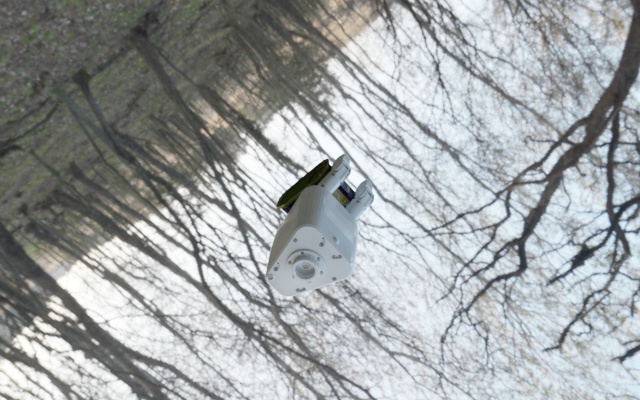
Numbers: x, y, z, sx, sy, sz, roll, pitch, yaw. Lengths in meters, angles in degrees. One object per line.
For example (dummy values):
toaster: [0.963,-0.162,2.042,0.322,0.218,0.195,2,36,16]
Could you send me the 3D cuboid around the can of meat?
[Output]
can of meat: [0.000,0.003,0.717,0.102,0.084,0.057,-39,17,17]
